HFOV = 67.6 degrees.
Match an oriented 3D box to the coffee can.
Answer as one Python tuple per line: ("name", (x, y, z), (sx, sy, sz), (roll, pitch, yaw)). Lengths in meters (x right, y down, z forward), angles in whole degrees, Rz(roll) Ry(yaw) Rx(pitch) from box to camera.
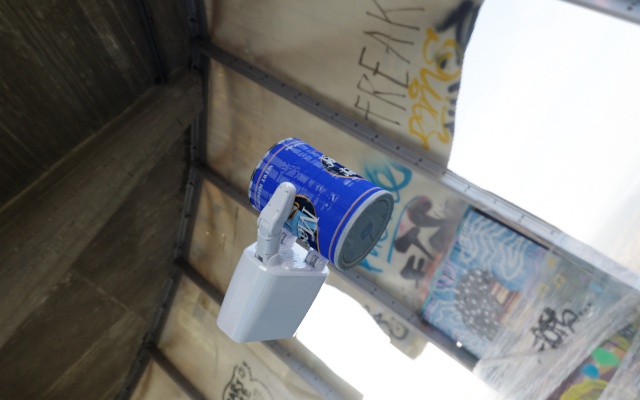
("coffee can", (0.000, 0.002, 0.562), (0.140, 0.103, 0.103), (33, 16, 26))
